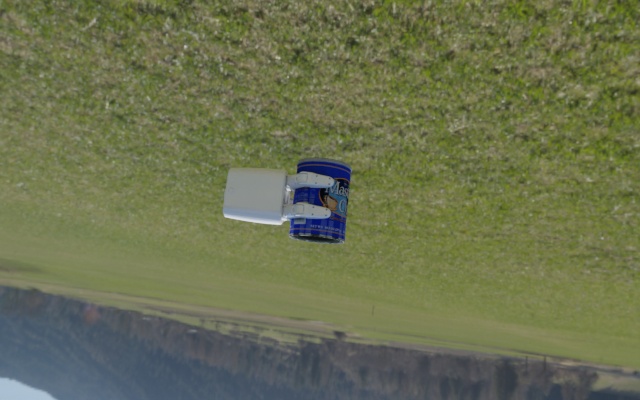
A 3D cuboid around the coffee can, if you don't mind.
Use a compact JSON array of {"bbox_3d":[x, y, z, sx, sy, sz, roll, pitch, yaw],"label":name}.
[{"bbox_3d":[0.000,0.003,0.875,0.103,0.140,0.103,6,-11,1],"label":"coffee can"}]
